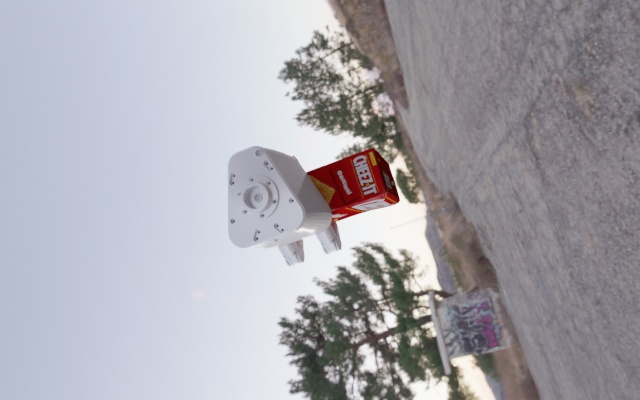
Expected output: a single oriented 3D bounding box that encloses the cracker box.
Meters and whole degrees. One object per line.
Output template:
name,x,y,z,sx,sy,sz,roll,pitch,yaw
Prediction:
cracker box,0.000,0.002,0.698,0.214,0.072,0.164,-19,-8,13
